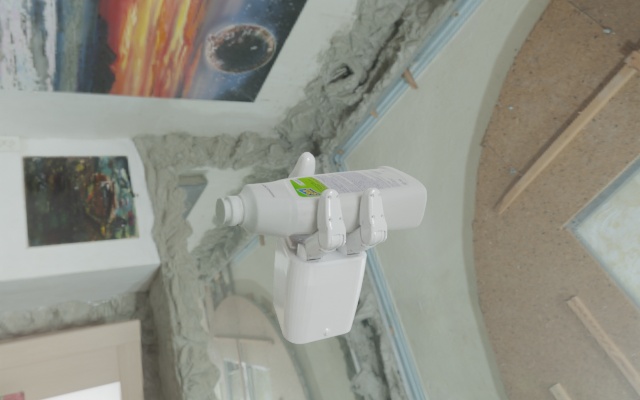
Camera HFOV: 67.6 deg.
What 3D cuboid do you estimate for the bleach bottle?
[{"bbox_3d":[0.000,0.002,0.556,0.251,0.068,0.102,-3,21,-32],"label":"bleach bottle"}]
